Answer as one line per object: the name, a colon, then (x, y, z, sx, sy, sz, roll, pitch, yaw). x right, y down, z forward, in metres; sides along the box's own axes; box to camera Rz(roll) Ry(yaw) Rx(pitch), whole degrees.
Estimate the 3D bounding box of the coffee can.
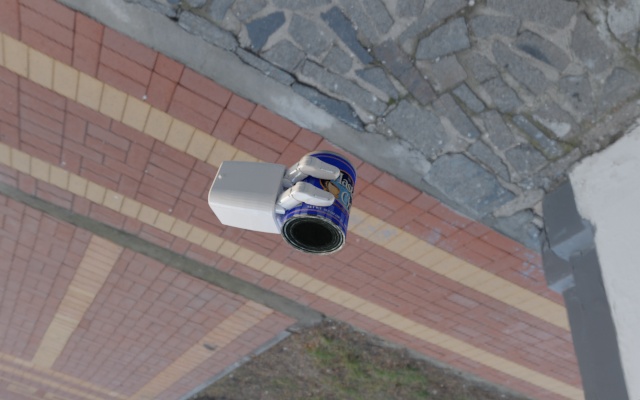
coffee can: (0.000, 0.002, 0.779, 0.103, 0.140, 0.103, 8, -40, 6)
